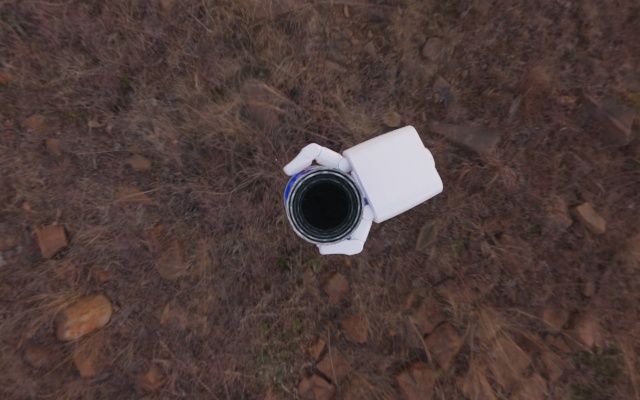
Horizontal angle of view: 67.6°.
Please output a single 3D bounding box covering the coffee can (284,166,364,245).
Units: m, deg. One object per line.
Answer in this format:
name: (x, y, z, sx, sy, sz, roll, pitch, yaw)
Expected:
coffee can: (0.000, 0.002, 0.686, 0.103, 0.103, 0.140, 0, 5, -5)
